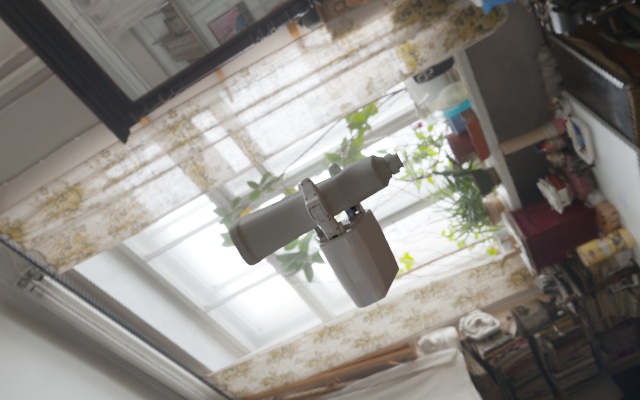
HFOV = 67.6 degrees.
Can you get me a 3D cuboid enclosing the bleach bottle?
[{"bbox_3d":[0.000,0.002,0.672,0.251,0.068,0.102,-28,6,11],"label":"bleach bottle"}]
